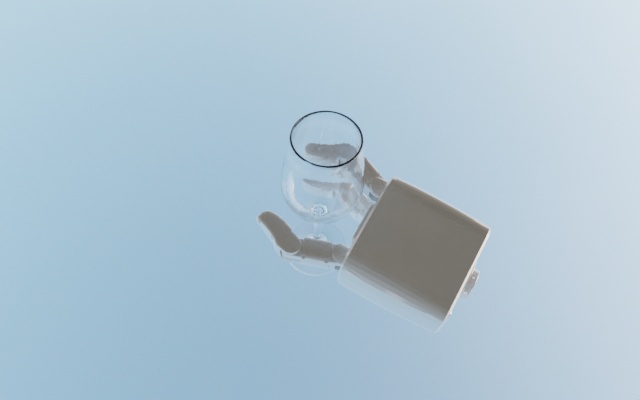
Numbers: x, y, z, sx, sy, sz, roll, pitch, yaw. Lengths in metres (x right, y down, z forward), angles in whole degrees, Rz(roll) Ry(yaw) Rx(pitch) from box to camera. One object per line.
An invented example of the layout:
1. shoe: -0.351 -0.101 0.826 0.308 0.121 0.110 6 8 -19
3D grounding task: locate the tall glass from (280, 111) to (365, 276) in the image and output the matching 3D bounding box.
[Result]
1. tall glass: 0.000 0.002 0.478 0.079 0.079 0.201 0 -33 -3
